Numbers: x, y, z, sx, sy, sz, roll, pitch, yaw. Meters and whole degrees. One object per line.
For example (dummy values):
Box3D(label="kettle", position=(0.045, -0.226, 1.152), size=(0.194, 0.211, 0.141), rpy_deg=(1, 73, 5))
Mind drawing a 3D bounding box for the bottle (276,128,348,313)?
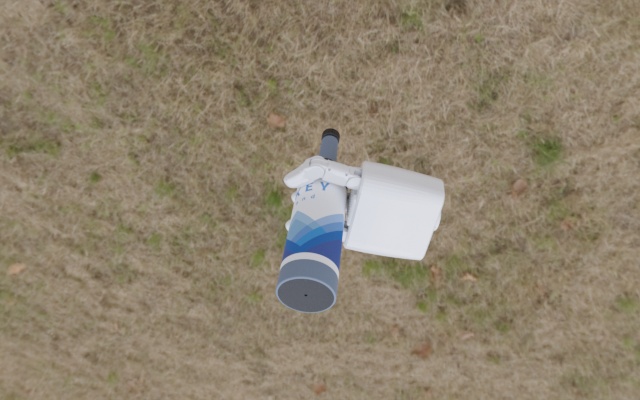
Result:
Box3D(label="bottle", position=(0.000, 0.002, 0.621), size=(0.069, 0.069, 0.295), rpy_deg=(0, 44, 9))
